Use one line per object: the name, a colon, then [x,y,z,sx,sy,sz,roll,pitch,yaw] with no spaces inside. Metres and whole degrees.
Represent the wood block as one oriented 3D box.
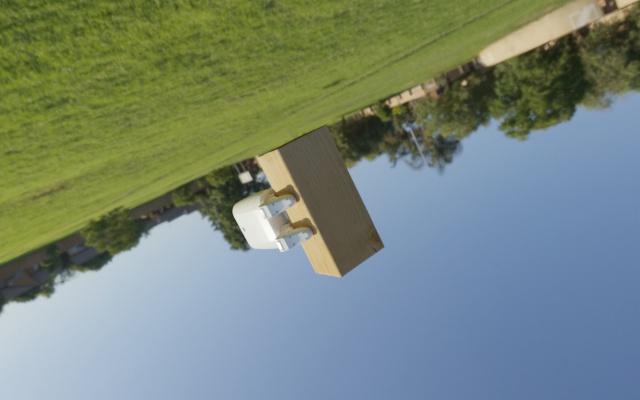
wood block: [0.000,0.002,0.730,0.091,0.206,0.090,-31,10,-25]
